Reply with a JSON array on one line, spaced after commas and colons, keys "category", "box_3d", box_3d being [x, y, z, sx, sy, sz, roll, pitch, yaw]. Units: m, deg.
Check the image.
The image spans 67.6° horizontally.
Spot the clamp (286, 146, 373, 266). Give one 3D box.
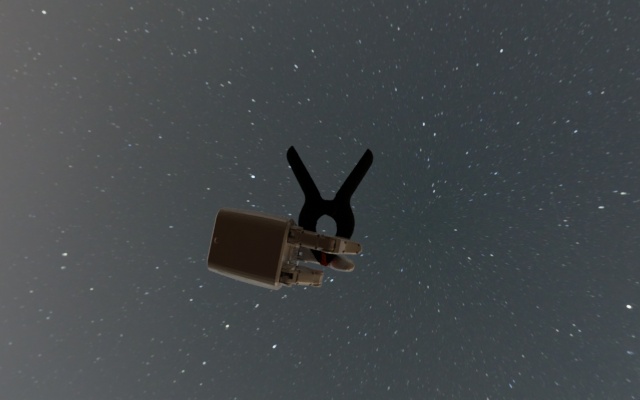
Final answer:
[{"category": "clamp", "box_3d": [0.000, 0.002, 0.669, 0.120, 0.171, 0.039, 12, 0, 12]}]
